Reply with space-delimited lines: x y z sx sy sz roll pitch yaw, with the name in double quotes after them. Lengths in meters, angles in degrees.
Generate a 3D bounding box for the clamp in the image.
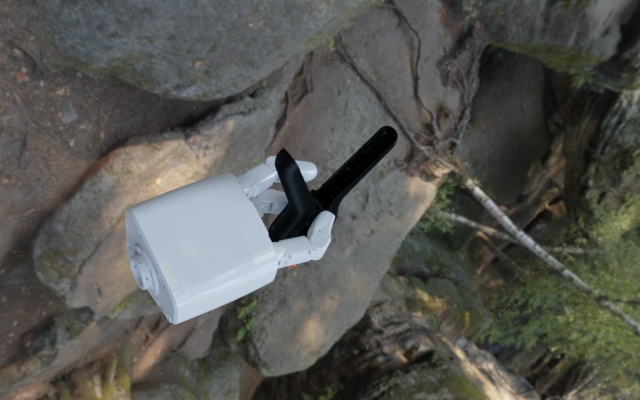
0.000 0.003 0.545 0.164 0.036 0.210 -22 -30 -34 "clamp"
